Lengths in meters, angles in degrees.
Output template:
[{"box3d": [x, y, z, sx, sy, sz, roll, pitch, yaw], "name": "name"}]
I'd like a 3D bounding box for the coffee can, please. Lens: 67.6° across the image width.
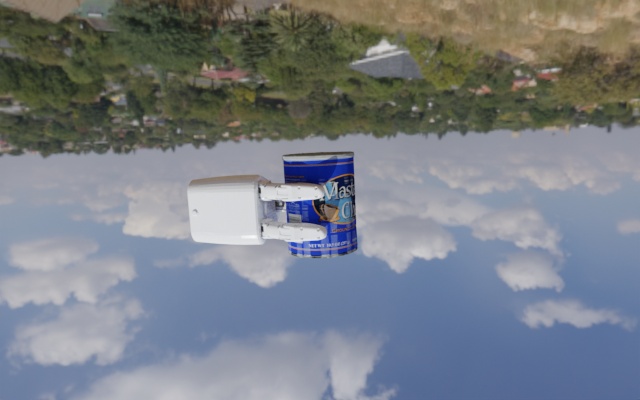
[{"box3d": [0.000, 0.002, 0.687, 0.103, 0.140, 0.103, -3, 8, 0], "name": "coffee can"}]
